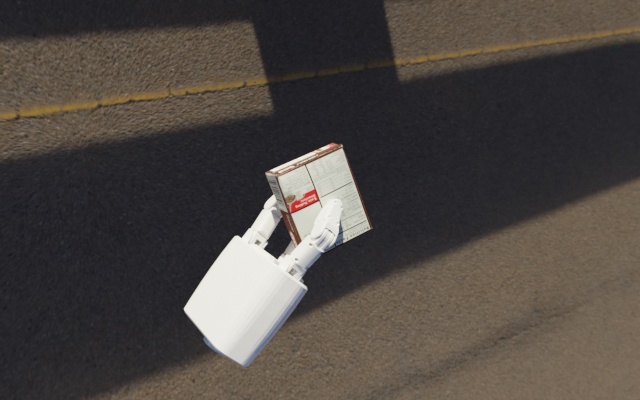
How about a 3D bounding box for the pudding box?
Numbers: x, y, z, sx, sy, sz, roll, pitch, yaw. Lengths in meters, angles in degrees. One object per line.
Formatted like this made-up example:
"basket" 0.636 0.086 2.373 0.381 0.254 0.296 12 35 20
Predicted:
"pudding box" 0.000 0.002 0.556 0.090 0.113 0.039 -26 19 -17
